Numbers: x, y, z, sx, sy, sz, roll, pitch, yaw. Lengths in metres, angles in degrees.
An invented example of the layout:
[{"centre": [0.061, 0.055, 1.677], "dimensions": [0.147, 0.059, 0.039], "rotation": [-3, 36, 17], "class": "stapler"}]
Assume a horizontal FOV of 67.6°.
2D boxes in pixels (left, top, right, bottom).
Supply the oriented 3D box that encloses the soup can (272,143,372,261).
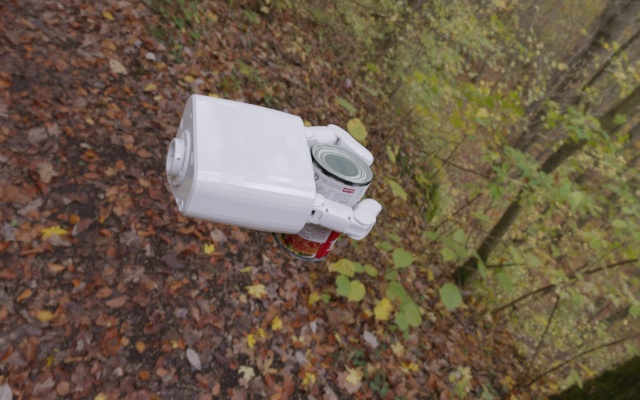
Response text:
[{"centre": [0.001, 0.001, 0.481], "dimensions": [0.068, 0.102, 0.068], "rotation": [20, 31, -13], "class": "soup can"}]
